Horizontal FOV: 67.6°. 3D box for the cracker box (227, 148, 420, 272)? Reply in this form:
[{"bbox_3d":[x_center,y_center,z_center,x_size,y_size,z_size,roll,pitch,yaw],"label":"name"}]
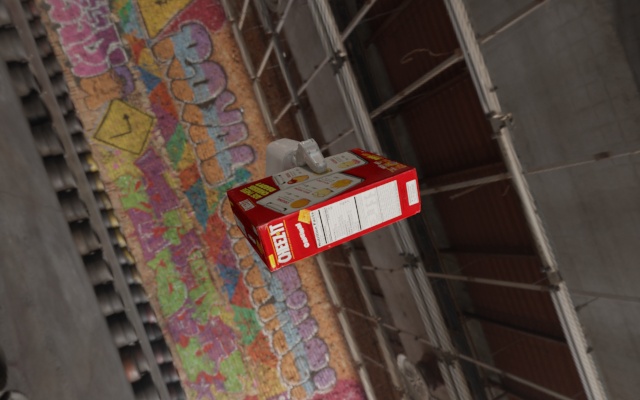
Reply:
[{"bbox_3d":[0.000,0.002,0.643,0.213,0.072,0.164,-21,22,-17],"label":"cracker box"}]
